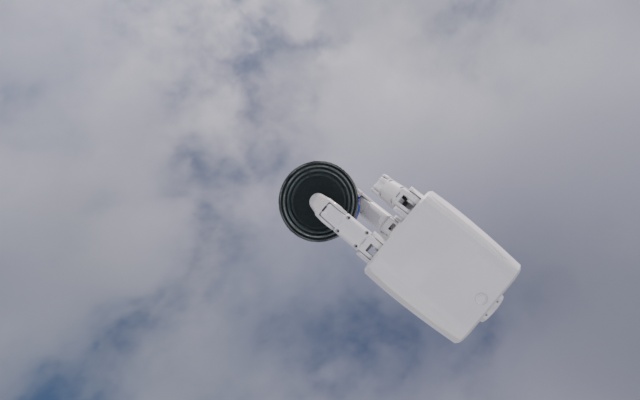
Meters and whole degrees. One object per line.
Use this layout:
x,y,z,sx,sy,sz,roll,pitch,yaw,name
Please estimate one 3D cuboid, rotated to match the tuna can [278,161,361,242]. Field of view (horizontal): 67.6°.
0.000,0.002,0.517,0.086,0.086,0.034,0,-3,11,tuna can
